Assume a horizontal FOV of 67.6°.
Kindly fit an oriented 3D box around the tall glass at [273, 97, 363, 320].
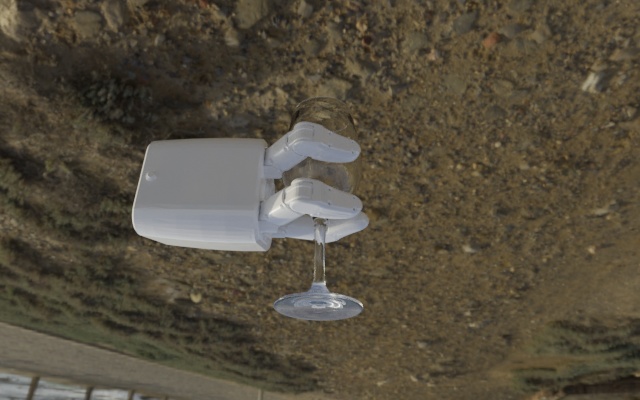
[{"bbox_3d":[0.000,0.002,0.439,0.079,0.201,0.079,1,-29,1],"label":"tall glass"}]
